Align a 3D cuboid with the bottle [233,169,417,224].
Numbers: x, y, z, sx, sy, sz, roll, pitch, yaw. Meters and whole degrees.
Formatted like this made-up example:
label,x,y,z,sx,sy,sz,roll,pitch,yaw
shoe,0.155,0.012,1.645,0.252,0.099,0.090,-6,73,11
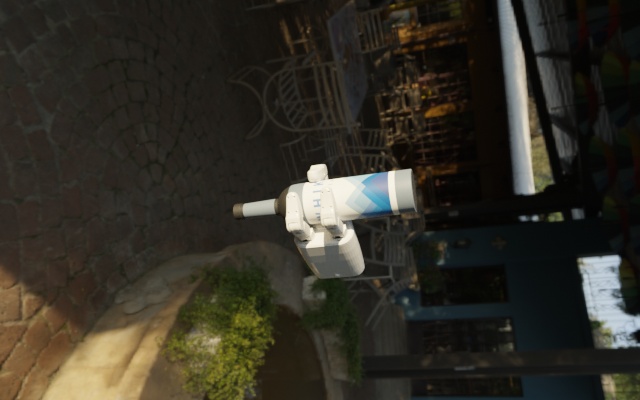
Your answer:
label,x,y,z,sx,sy,sz,roll,pitch,yaw
bottle,0.000,0.002,0.758,0.296,0.069,0.069,-7,-2,16
